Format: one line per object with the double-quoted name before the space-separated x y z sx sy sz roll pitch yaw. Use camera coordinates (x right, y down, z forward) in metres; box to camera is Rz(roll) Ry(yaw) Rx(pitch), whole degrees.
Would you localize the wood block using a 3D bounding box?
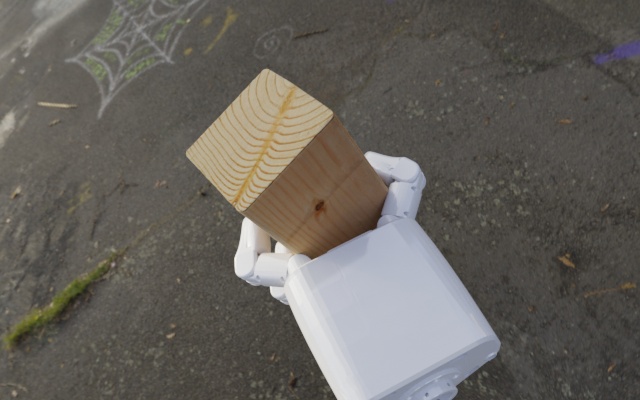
"wood block" 0.000 0.001 0.407 0.090 0.091 0.206 41 -4 39
